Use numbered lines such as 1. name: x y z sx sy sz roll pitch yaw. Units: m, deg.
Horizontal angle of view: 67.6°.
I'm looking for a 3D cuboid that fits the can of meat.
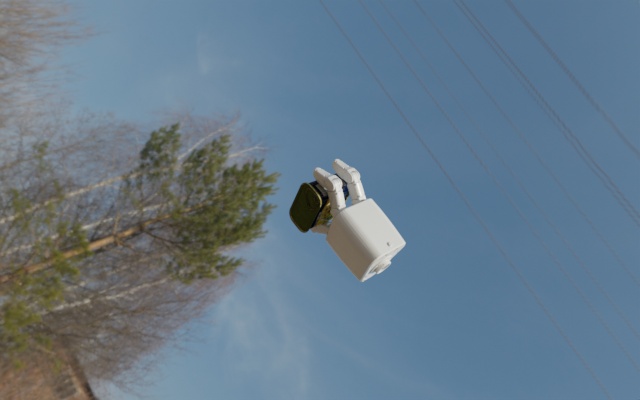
1. can of meat: 0.000 0.003 0.890 0.084 0.057 0.102 -21 -30 -39
